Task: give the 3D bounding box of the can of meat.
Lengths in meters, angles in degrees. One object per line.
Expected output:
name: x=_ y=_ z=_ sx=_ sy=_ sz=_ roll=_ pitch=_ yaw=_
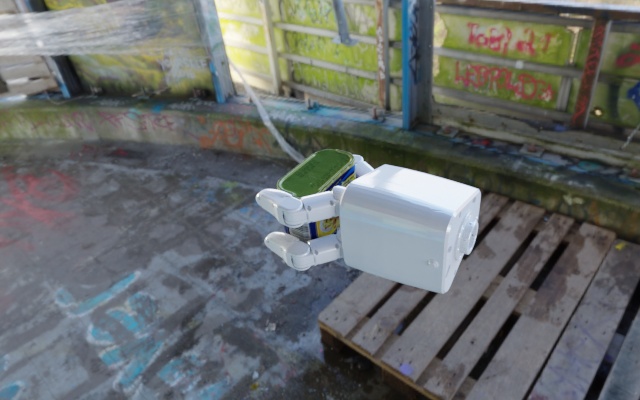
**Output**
can of meat: x=0.000 y=0.001 z=0.529 sx=0.057 sy=0.084 sz=0.102 roll=18 pitch=43 yaw=30
